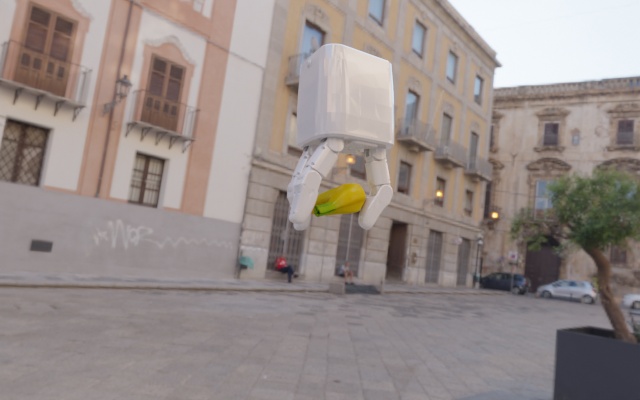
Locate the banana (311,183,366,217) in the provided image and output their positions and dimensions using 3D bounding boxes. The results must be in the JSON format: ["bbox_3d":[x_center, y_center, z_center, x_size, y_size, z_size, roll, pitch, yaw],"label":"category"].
[{"bbox_3d":[0.019,0.000,0.610,0.069,0.037,0.198,-6,-2,-4],"label":"banana"}]
